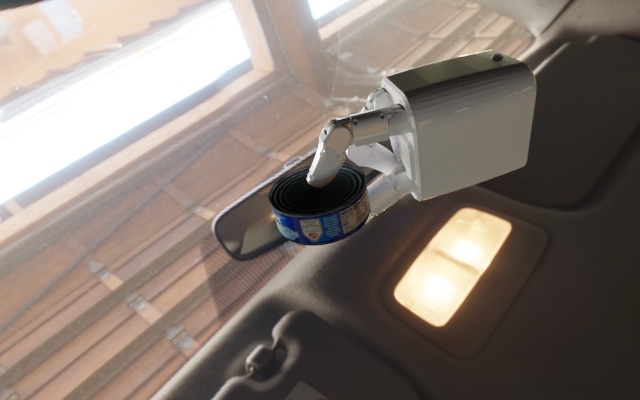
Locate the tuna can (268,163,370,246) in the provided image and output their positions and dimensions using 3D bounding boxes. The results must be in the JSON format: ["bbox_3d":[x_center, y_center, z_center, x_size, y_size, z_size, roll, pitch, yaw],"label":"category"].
[{"bbox_3d":[0.000,0.002,0.418,0.086,0.034,0.086,-10,31,6],"label":"tuna can"}]
